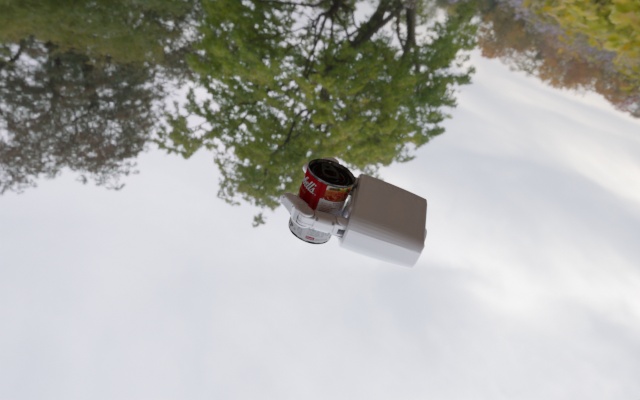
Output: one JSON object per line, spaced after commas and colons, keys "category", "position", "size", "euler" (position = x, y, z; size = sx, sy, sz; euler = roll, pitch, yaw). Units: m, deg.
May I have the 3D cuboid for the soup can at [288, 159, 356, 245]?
{"category": "soup can", "position": [0.000, 0.002, 0.668], "size": [0.068, 0.102, 0.068], "euler": [16, 31, -10]}
